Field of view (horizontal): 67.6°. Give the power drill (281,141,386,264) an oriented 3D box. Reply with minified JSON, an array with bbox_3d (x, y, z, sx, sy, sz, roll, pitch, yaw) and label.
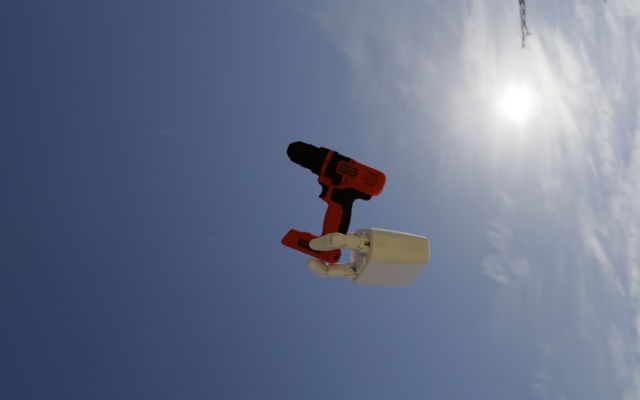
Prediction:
[{"bbox_3d":[0.000,0.003,0.835,0.184,0.187,0.057,22,-3,9],"label":"power drill"}]
